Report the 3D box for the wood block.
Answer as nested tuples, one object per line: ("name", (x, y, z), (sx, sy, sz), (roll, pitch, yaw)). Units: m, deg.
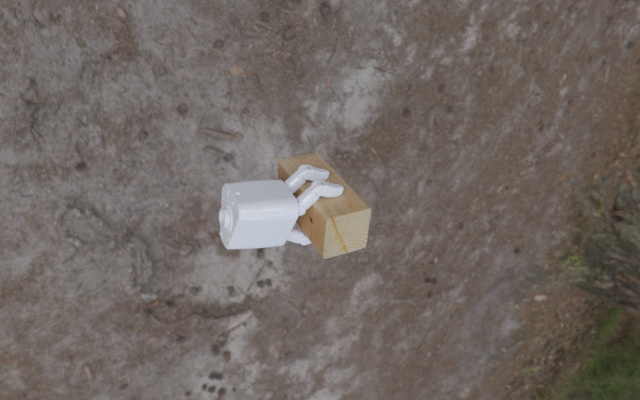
("wood block", (0.000, 0.003, 0.892), (0.090, 0.091, 0.206), (-13, 39, -23))
